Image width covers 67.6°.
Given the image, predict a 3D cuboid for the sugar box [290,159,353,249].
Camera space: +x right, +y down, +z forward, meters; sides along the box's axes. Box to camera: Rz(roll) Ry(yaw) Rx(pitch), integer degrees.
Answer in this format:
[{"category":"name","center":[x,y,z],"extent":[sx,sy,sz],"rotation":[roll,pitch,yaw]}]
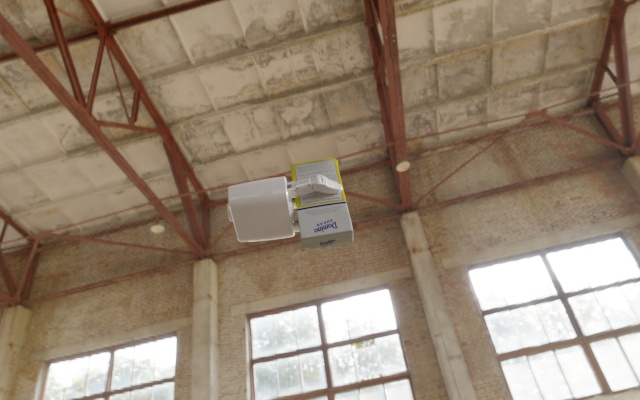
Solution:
[{"category":"sugar box","center":[0.000,0.003,0.884],"extent":[0.093,0.176,0.048],"rotation":[-8,-36,-2]}]
